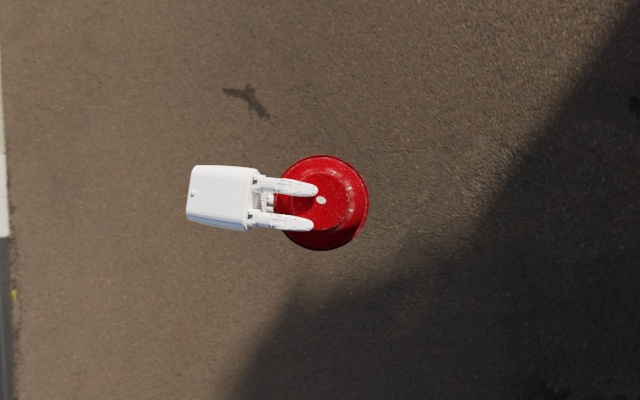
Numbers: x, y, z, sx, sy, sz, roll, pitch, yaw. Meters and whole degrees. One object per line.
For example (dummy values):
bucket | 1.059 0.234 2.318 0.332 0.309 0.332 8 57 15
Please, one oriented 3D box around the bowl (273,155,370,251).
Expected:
bowl | 0.001 0.002 0.772 0.162 0.162 0.055 0 -3 2
